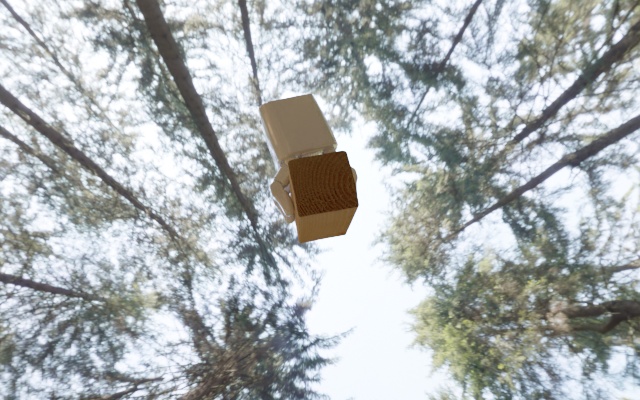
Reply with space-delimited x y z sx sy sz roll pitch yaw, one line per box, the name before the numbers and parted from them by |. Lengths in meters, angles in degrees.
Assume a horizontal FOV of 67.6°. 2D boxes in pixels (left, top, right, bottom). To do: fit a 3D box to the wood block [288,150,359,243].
wood block | 0.000 0.002 0.782 0.091 0.090 0.206 -11 -15 -5
